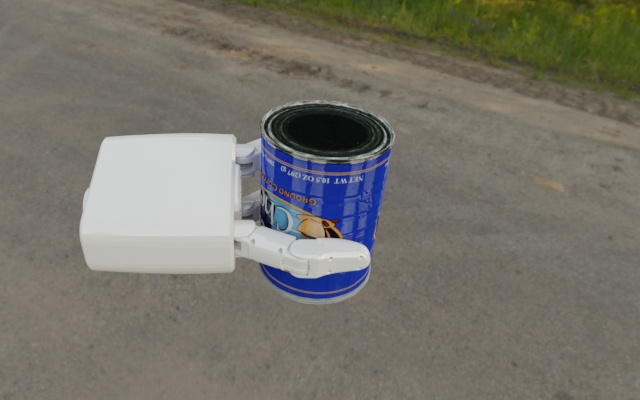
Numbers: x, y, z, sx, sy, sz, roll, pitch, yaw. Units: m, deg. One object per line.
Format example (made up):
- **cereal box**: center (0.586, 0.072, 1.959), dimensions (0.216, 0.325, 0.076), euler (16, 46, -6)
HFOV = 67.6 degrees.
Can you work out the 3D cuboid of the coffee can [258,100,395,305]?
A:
- **coffee can**: center (0.000, 0.001, 0.400), dimensions (0.103, 0.140, 0.102), euler (4, 34, -3)
